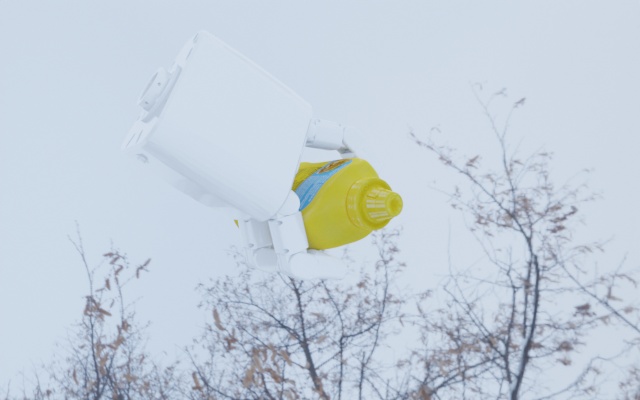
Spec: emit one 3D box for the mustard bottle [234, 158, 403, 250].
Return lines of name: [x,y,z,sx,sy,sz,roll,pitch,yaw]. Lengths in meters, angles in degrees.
mustard bottle: [0.000,0.002,0.426,0.096,0.058,0.191,-43,23,-26]
